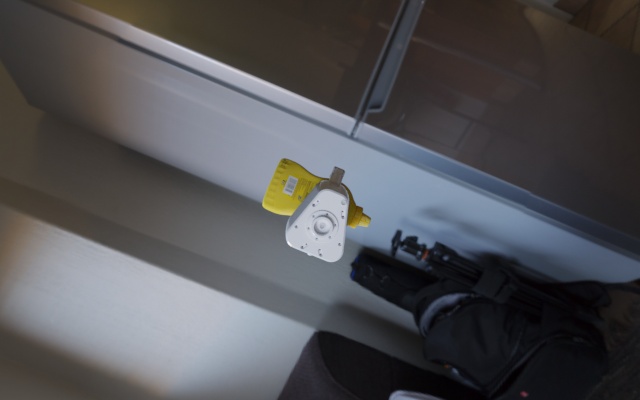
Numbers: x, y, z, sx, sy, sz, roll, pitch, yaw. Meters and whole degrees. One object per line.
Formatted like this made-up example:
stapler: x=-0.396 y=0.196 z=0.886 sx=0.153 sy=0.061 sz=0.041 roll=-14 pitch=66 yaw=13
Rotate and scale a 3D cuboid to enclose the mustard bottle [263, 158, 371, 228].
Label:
mustard bottle: x=0.000 y=0.003 z=0.856 sx=0.191 sy=0.096 sz=0.058 roll=22 pitch=-16 yaw=-3
